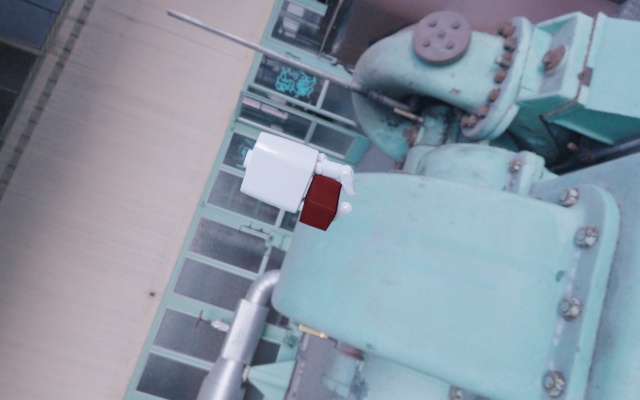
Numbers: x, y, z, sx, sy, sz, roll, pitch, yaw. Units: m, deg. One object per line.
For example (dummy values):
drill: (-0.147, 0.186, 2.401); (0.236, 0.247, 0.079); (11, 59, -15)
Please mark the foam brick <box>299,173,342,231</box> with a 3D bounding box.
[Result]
foam brick: (0.000, 0.003, 0.809); (0.051, 0.078, 0.053); (21, -47, -7)
